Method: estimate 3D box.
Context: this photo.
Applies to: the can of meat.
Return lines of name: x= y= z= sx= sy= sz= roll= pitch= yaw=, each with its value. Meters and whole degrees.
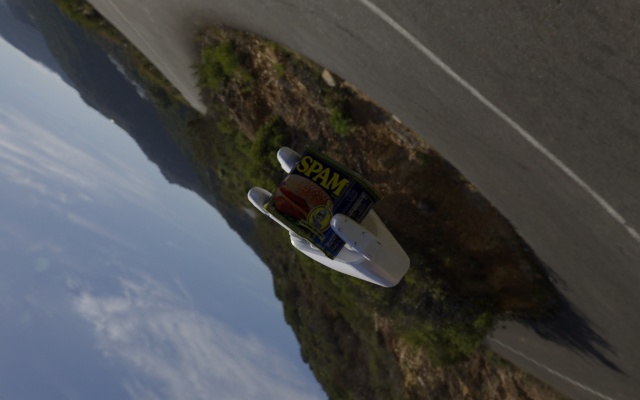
can of meat: x=0.000 y=0.002 z=0.504 sx=0.102 sy=0.084 sz=0.057 roll=34 pitch=-4 yaw=38
